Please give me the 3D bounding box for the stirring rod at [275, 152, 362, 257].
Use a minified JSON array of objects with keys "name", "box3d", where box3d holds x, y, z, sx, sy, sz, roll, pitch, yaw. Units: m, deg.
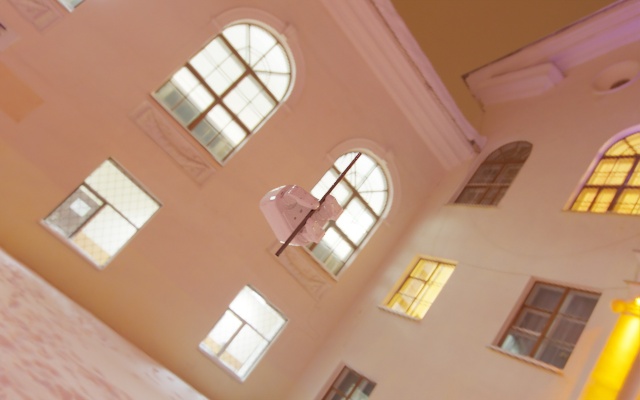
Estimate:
[{"name":"stirring rod","box3d":[0.000,0.003,0.825,0.011,0.239,0.011,34,-20,14]}]
